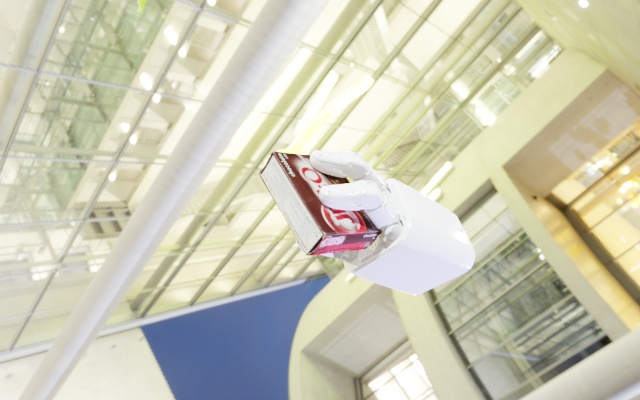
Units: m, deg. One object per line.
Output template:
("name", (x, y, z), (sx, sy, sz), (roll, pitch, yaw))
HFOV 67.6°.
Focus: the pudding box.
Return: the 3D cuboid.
("pudding box", (0.000, 0.002, 0.496), (0.090, 0.113, 0.039), (1, -44, -47))
